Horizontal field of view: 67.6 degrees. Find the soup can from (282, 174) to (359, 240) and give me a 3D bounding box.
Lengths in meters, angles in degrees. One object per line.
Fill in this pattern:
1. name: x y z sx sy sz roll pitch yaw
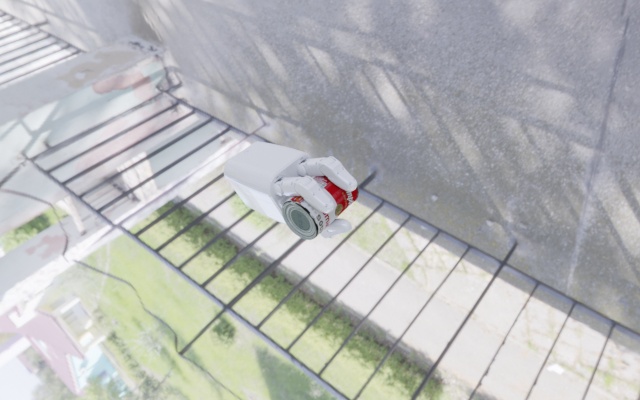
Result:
1. soup can: 0.000 0.003 0.703 0.068 0.068 0.102 0 33 47
